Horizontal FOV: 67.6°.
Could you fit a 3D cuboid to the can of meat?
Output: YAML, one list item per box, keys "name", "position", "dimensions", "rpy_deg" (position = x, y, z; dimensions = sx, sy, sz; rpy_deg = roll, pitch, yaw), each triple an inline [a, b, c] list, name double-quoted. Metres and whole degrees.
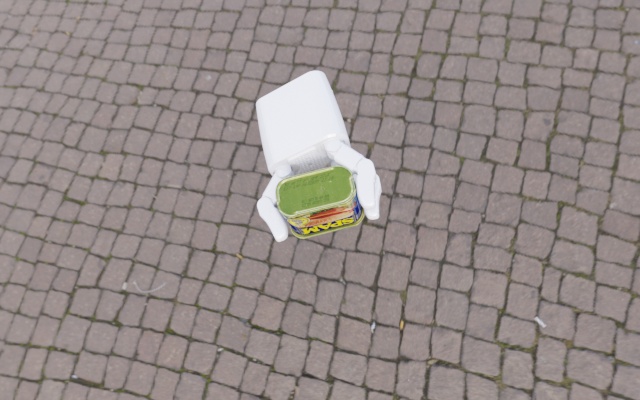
- name: "can of meat"
  position: [0.000, 0.002, 0.604]
  dimensions: [0.102, 0.057, 0.084]
  rpy_deg: [-14, -23, 5]
